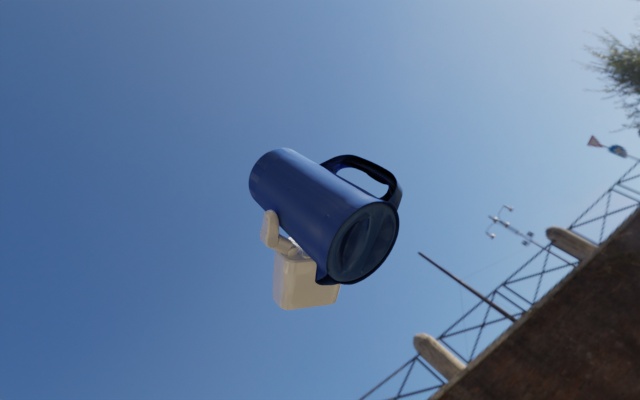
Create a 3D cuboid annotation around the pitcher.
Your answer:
[{"bbox_3d":[0.000,0.003,0.730,0.149,0.145,0.242,-15,36,-34],"label":"pitcher"}]
